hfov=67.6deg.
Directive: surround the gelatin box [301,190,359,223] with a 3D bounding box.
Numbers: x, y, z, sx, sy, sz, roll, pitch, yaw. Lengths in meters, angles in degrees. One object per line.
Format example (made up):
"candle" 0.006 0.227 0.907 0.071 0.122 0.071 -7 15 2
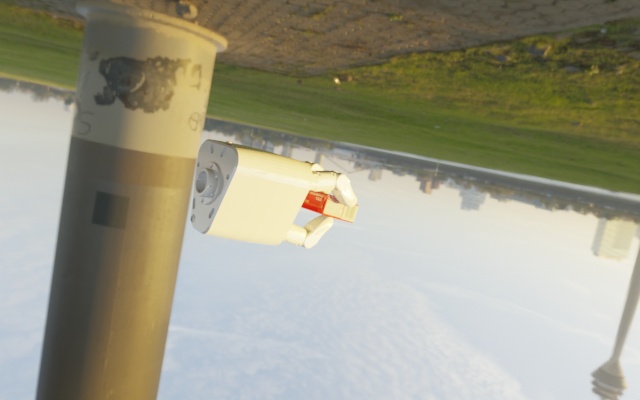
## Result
"gelatin box" 0.000 0.003 0.667 0.073 0.030 0.089 19 1 35
